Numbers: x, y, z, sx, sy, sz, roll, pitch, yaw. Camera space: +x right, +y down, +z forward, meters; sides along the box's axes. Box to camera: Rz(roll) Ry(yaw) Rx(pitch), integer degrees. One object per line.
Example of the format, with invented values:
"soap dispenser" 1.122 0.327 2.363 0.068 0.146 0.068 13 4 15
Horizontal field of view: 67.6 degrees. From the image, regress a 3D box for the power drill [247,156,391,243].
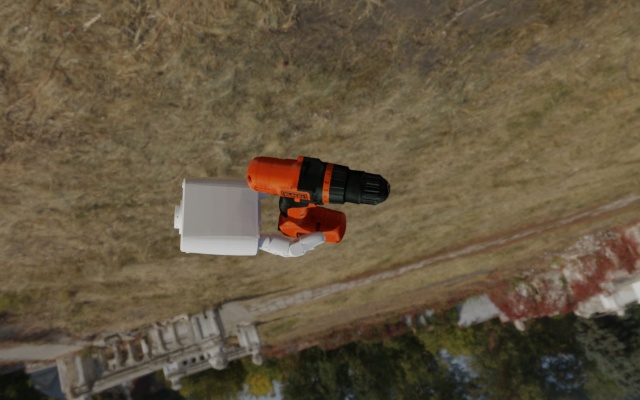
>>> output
"power drill" 0.000 0.002 0.675 0.184 0.057 0.188 10 -24 7
